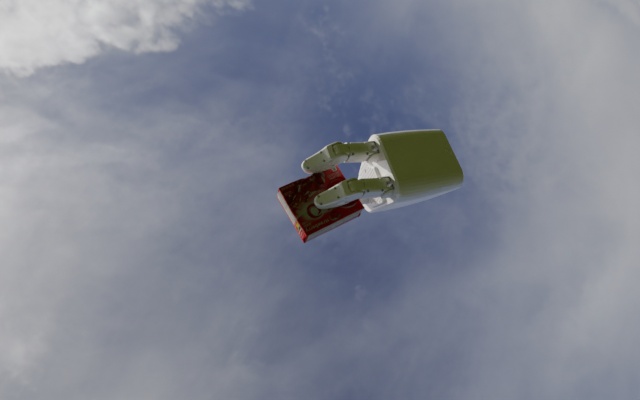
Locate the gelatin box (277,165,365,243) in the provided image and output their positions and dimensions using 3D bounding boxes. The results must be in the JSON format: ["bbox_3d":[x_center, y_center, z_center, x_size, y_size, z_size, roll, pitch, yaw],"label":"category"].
[{"bbox_3d":[0.000,0.002,0.610,0.089,0.073,0.030,-25,-19,-21],"label":"gelatin box"}]
